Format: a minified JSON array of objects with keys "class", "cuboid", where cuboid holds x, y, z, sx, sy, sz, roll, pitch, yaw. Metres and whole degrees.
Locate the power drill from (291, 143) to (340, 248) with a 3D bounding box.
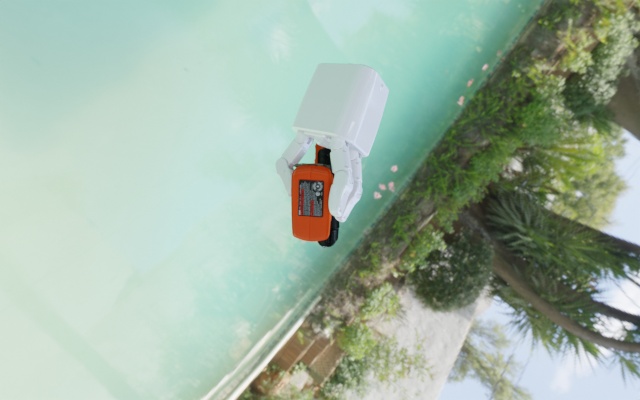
[{"class":"power drill","cuboid":[0.000,0.002,0.732,0.057,0.184,0.187,1,11,8]}]
